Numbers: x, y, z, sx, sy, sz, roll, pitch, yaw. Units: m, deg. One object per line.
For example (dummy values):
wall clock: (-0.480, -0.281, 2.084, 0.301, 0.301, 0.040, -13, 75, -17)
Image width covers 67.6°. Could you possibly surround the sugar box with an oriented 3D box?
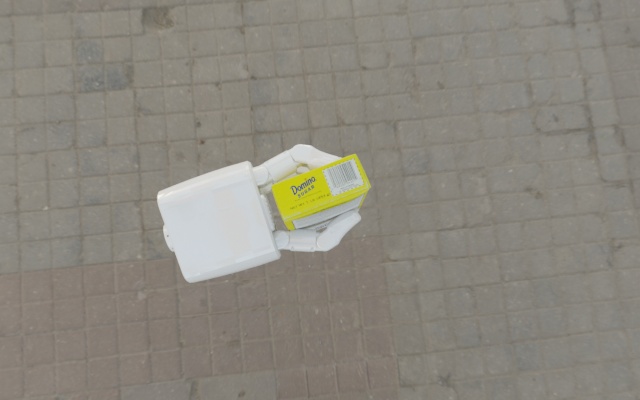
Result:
sugar box: (0.000, 0.001, 0.548, 0.093, 0.048, 0.176, -20, -7, -4)
